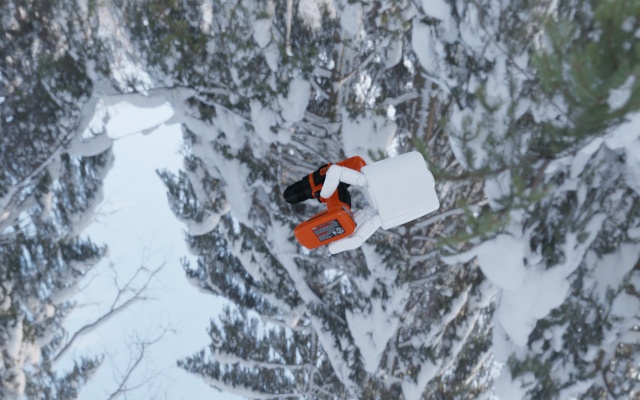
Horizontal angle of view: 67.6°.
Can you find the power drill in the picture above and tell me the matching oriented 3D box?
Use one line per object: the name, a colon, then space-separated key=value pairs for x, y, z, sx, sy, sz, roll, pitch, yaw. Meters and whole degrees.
power drill: x=0.000 y=0.003 z=0.892 sx=0.184 sy=0.057 sz=0.187 roll=-24 pitch=33 yaw=22
